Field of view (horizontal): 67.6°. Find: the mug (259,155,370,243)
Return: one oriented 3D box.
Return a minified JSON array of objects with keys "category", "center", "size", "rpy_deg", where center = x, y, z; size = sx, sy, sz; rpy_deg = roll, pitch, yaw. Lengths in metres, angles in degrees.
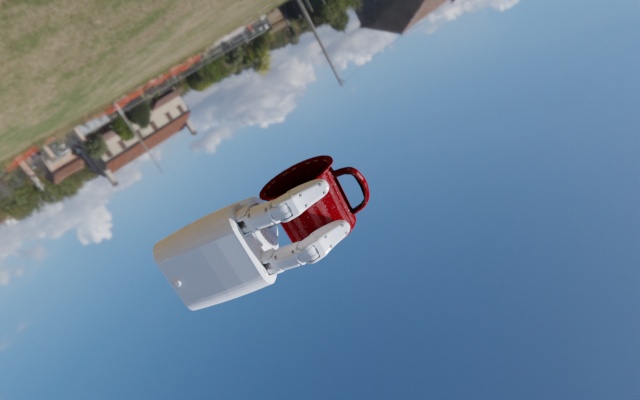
[{"category":"mug","center":[0.001,0.001,0.545],"size":[0.117,0.081,0.093],"rpy_deg":[-22,21,16]}]
